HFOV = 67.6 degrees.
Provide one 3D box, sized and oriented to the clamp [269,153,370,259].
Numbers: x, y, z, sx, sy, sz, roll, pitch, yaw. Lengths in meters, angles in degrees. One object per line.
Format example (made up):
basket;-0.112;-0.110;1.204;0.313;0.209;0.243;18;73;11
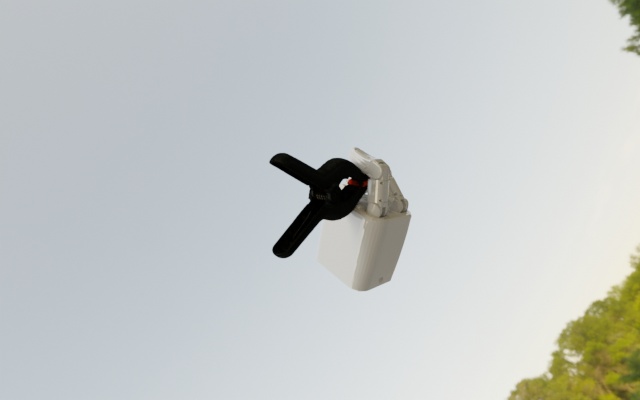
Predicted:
clamp;0.000;0.002;0.578;0.039;0.120;0.171;23;19;39
